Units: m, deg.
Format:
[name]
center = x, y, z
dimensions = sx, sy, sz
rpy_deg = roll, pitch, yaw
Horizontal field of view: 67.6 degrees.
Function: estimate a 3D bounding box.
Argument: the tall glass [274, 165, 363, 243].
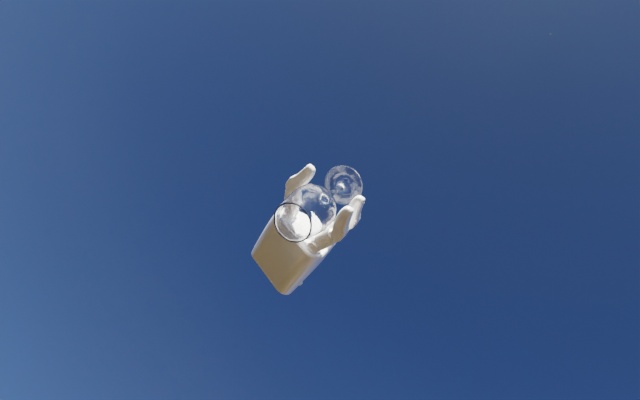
[tall glass]
center = 0.000, 0.002, 0.771
dimensions = 0.079, 0.079, 0.201
rpy_deg = 0, 17, 25
